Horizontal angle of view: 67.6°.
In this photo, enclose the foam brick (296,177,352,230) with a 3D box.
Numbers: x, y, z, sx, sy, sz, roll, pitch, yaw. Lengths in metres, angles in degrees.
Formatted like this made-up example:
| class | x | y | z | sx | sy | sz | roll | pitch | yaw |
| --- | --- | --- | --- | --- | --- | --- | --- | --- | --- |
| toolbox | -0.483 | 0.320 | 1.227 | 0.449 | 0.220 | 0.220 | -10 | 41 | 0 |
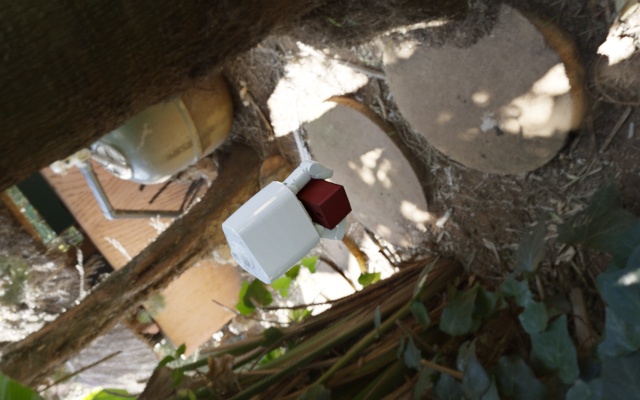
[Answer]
| class | x | y | z | sx | sy | sz | roll | pitch | yaw |
| --- | --- | --- | --- | --- | --- | --- | --- | --- | --- |
| foam brick | 0.000 | 0.002 | 0.739 | 0.051 | 0.053 | 0.078 | -42 | 39 | -24 |
